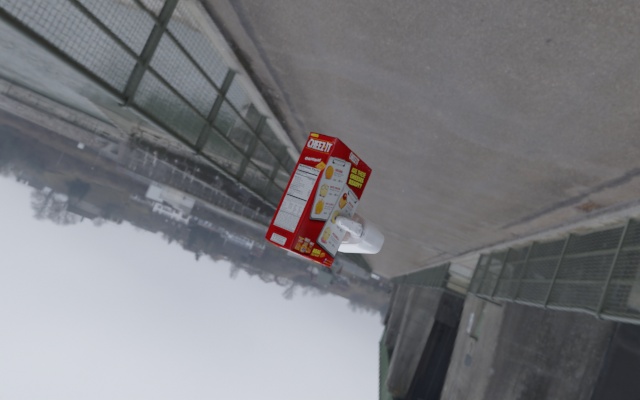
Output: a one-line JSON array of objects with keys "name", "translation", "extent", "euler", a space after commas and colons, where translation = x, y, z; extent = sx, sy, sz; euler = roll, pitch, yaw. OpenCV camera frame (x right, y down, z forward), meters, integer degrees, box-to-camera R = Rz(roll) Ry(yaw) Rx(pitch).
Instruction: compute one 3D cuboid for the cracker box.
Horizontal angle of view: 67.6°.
[{"name": "cracker box", "translation": [0.000, 0.003, 0.895], "extent": [0.072, 0.213, 0.164], "euler": [19, -7, 32]}]
